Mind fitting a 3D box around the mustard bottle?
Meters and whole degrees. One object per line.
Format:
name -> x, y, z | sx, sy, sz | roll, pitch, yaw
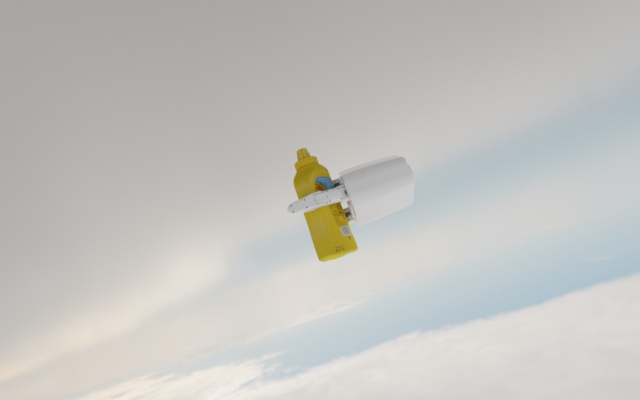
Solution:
mustard bottle -> 0.000, 0.003, 0.792 | 0.058, 0.191, 0.096 | -24, -11, 25
